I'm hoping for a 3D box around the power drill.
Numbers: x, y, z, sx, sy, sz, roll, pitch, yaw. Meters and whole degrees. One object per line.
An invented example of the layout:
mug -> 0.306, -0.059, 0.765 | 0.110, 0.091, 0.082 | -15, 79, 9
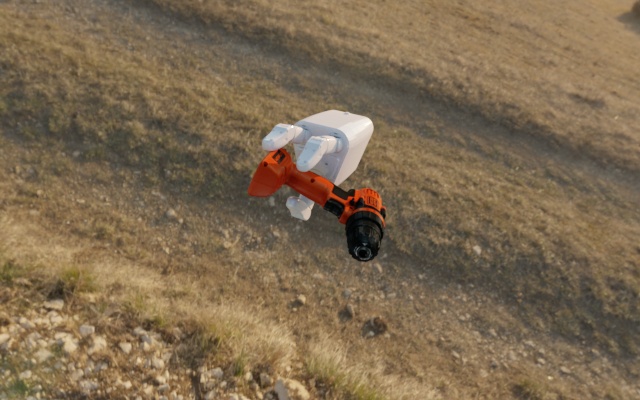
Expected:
power drill -> 0.000, 0.002, 0.647 | 0.187, 0.057, 0.184 | 27, 19, -3
